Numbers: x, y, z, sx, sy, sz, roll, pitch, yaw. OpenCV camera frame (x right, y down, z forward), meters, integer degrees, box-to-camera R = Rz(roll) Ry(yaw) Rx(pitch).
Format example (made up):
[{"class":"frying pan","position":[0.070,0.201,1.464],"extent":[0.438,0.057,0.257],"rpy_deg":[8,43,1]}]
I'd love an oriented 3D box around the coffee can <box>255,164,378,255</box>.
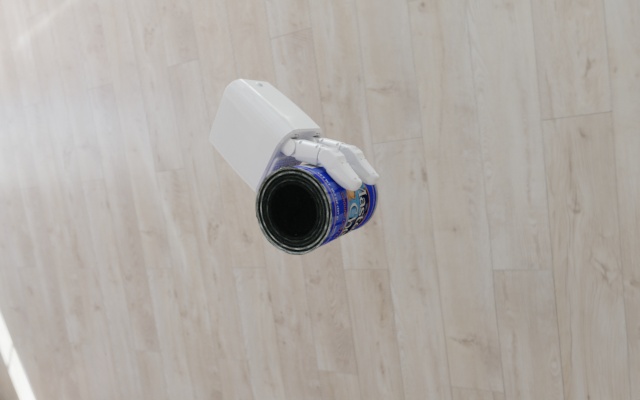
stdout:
[{"class":"coffee can","position":[0.000,0.002,0.602],"extent":[0.103,0.103,0.140],"rpy_deg":[0,9,28]}]
